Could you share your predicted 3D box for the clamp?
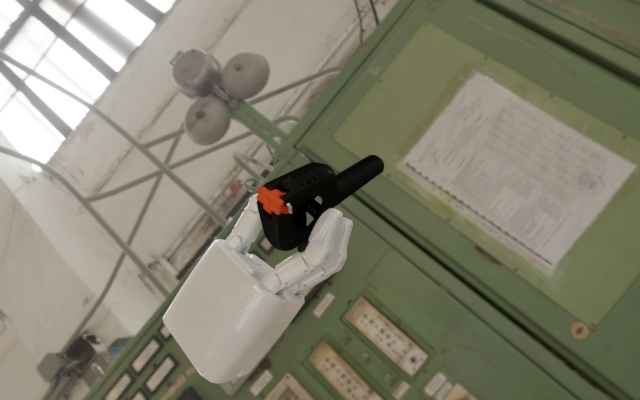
[{"bbox_3d":[-0.001,0.001,0.496,0.036,0.164,0.210,34,0,21],"label":"clamp"}]
